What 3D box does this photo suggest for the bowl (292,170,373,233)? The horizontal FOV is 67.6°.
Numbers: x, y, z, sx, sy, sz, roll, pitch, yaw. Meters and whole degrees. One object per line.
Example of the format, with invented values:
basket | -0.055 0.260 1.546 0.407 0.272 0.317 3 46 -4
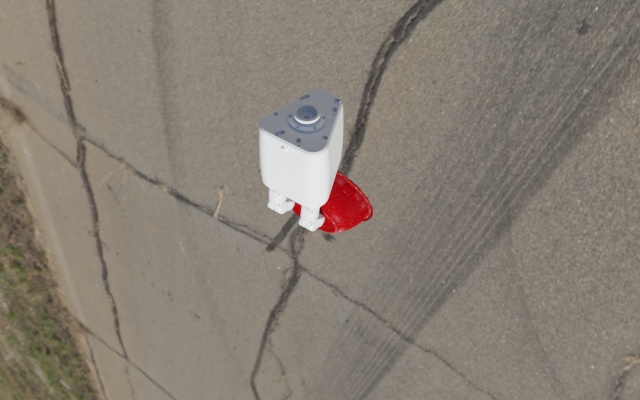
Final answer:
bowl | 0.000 0.004 0.753 0.162 0.055 0.162 30 -20 12
